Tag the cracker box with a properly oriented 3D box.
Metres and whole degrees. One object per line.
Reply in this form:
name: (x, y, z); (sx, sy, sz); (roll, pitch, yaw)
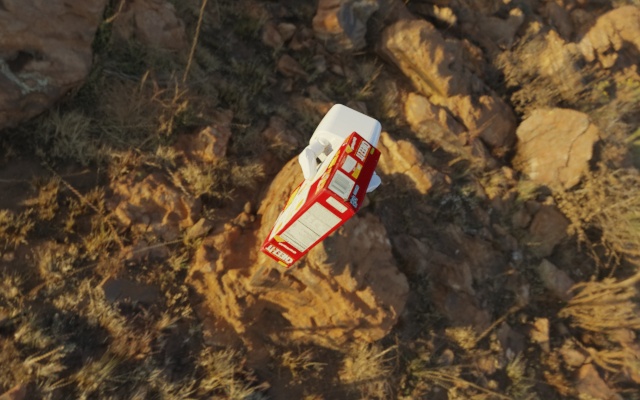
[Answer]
cracker box: (0.000, 0.003, 0.826); (0.072, 0.164, 0.214); (37, -46, -10)
